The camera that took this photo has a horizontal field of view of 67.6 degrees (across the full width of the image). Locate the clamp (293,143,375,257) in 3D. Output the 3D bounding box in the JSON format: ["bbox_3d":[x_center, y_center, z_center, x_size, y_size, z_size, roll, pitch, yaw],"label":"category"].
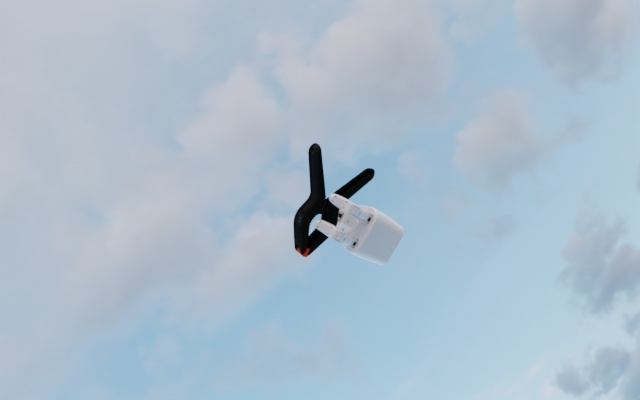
[{"bbox_3d":[0.000,0.003,0.884,0.165,0.210,0.036,28,3,-41],"label":"clamp"}]
